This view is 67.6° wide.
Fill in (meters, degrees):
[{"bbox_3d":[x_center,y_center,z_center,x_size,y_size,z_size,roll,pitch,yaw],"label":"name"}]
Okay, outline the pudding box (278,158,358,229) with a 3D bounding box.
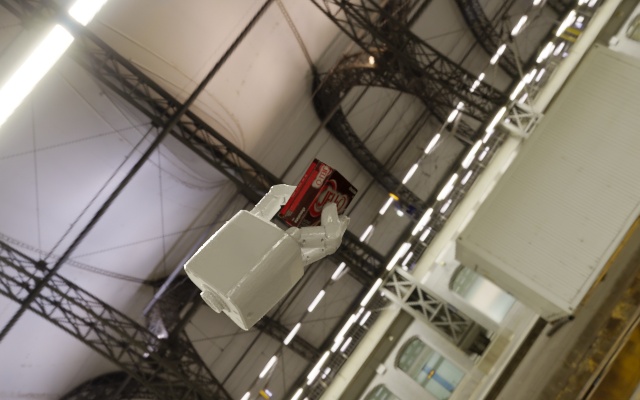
[{"bbox_3d":[0.000,0.002,0.644,0.039,0.090,0.113,34,0,22],"label":"pudding box"}]
